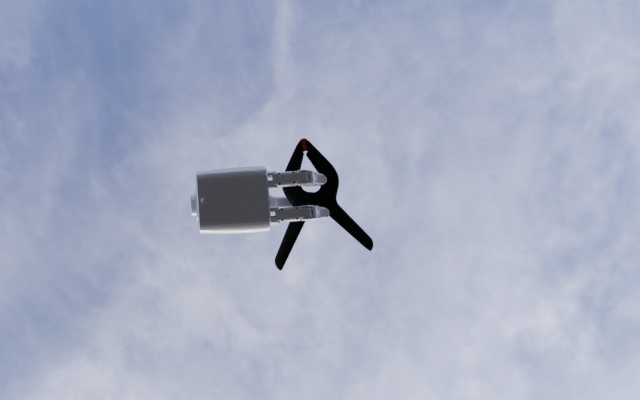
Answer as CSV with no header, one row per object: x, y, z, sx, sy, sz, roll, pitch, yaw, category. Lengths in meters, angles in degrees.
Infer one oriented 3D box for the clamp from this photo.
0.000,0.002,0.784,0.164,0.210,0.036,-4,-5,-12,clamp
